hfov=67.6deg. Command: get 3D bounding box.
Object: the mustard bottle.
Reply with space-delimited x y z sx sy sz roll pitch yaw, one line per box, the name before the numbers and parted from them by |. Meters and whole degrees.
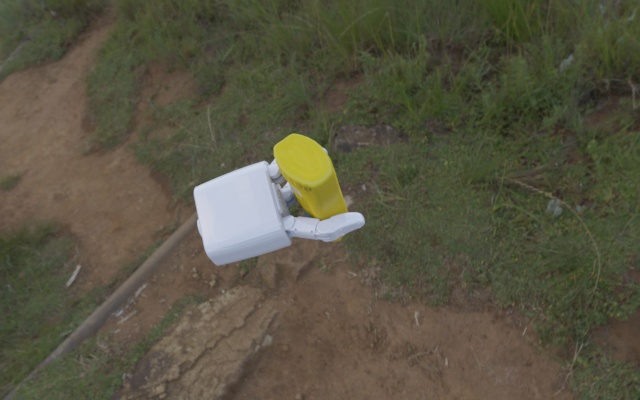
mustard bottle | 0.000 0.002 0.646 0.096 0.058 0.192 44 -14 36
